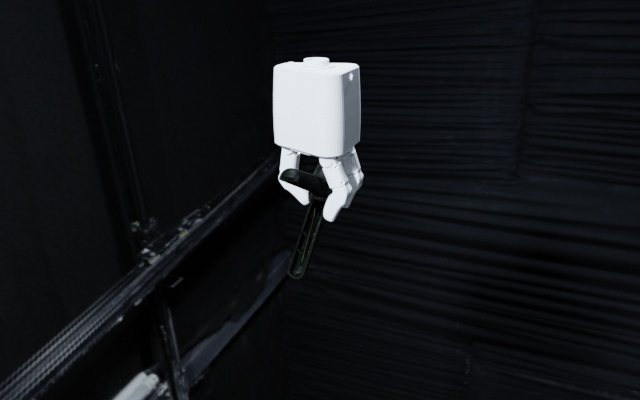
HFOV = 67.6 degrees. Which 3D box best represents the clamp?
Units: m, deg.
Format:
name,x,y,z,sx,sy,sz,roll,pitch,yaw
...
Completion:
name,x,y,z,sx,sy,sz,roll,pitch,yaw
clamp,0.000,0.002,0.686,0.036,0.165,0.210,12,27,21
